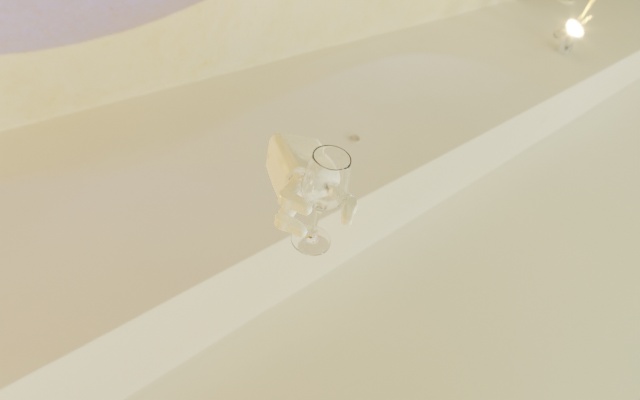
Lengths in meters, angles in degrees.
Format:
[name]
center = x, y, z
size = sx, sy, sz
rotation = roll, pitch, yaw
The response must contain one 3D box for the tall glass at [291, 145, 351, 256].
[tall glass]
center = 0.000, 0.003, 0.808
size = 0.079, 0.079, 0.201
rotation = 0, -44, -15
